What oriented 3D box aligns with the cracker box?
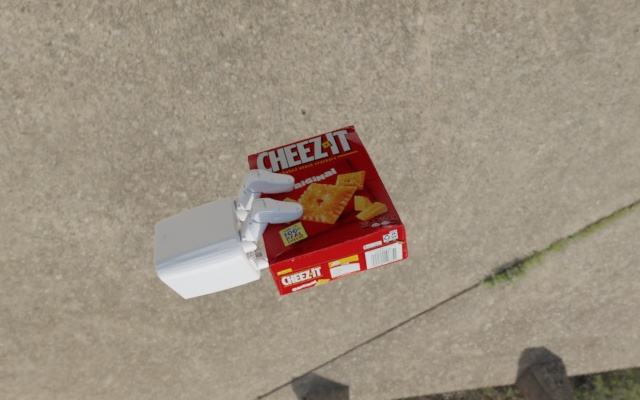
[{"bbox_3d":[0.000,0.002,0.628,0.164,0.072,0.213,-16,44,-3],"label":"cracker box"}]
